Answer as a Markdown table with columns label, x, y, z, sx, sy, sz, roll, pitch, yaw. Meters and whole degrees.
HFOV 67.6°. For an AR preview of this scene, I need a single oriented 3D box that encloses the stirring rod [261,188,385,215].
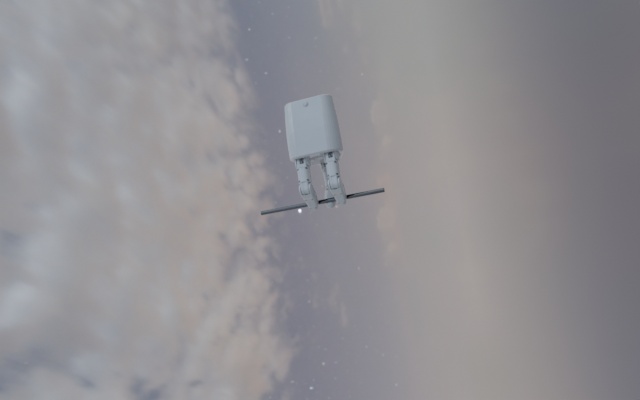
| label | x | y | z | sx | sy | sz | roll | pitch | yaw |
| --- | --- | --- | --- | --- | --- | --- | --- | --- | --- |
| stirring rod | 0.000 | 0.003 | 0.887 | 0.239 | 0.011 | 0.011 | -11 | -3 | 16 |
